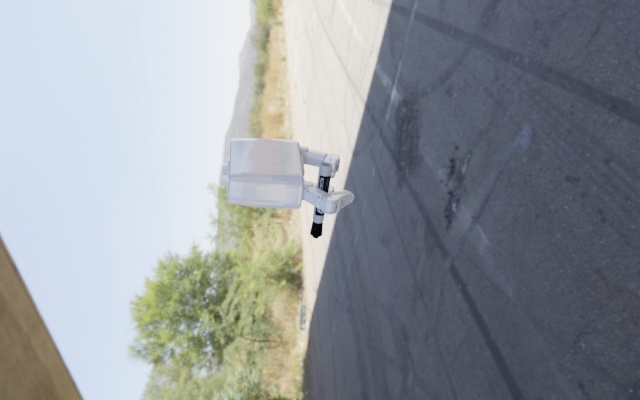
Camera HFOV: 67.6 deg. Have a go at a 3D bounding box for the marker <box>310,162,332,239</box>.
[{"bbox_3d":[0.000,0.002,0.705,0.020,0.121,0.020,7,26,-3],"label":"marker"}]
